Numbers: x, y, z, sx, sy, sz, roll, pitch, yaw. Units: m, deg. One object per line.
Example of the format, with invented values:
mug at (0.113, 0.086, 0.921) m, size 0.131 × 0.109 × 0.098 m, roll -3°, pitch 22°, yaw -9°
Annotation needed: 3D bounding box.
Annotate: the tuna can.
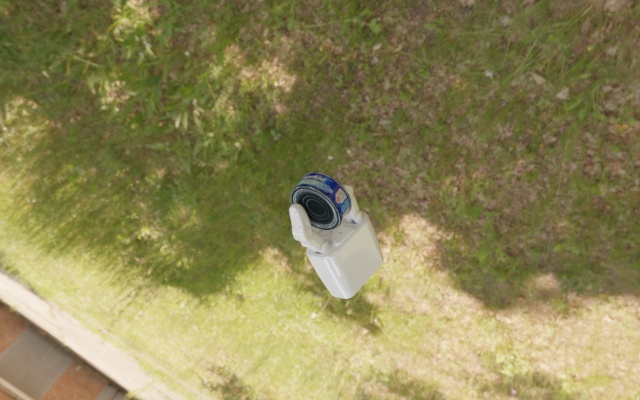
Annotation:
tuna can at (0.000, 0.003, 0.691) m, size 0.086 × 0.086 × 0.033 m, roll 0°, pitch 39°, yaw 41°
